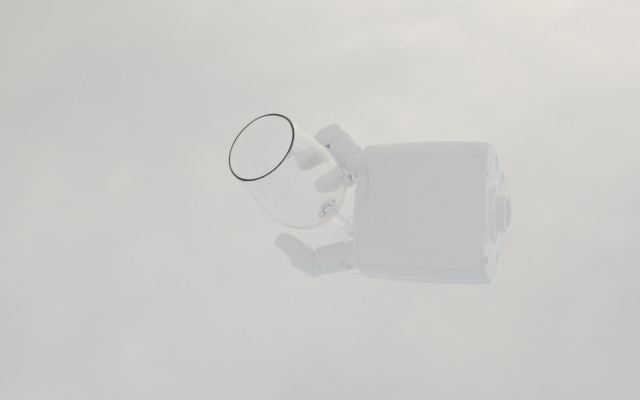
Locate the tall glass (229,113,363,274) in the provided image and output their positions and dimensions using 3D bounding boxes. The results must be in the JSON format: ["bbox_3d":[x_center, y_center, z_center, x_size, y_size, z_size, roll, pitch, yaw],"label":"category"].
[{"bbox_3d":[0.000,0.002,0.446,0.079,0.079,0.201,0,-26,32],"label":"tall glass"}]
